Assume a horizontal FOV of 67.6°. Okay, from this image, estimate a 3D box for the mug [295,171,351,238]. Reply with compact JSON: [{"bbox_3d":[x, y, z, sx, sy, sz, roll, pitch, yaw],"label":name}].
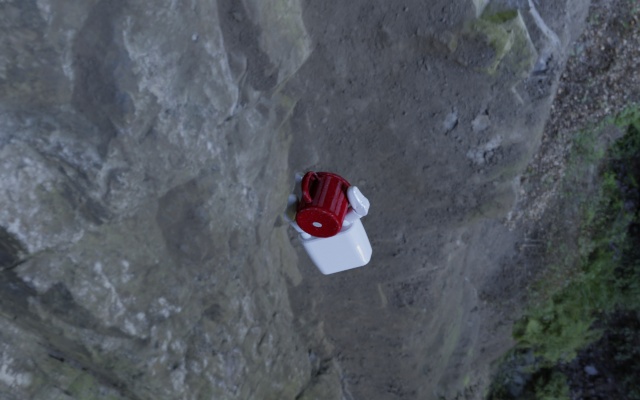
[{"bbox_3d":[0.000,0.002,0.819,0.093,0.081,0.117,-7,-46,27],"label":"mug"}]
